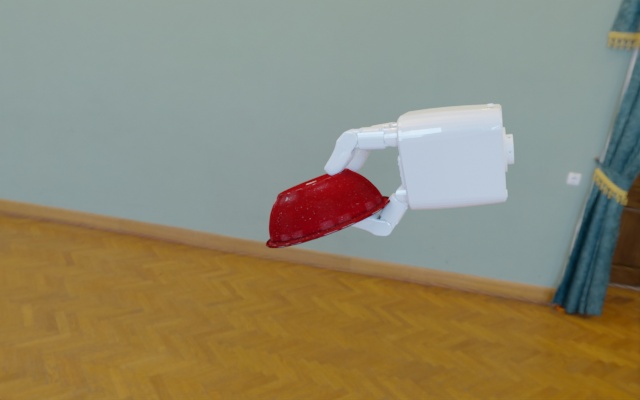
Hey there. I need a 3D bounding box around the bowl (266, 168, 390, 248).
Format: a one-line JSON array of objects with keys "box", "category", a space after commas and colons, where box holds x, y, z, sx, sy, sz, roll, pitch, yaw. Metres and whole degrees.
[{"box": [-0.001, 0.002, 0.582, 0.162, 0.055, 0.162, -21, 6, 2], "category": "bowl"}]
